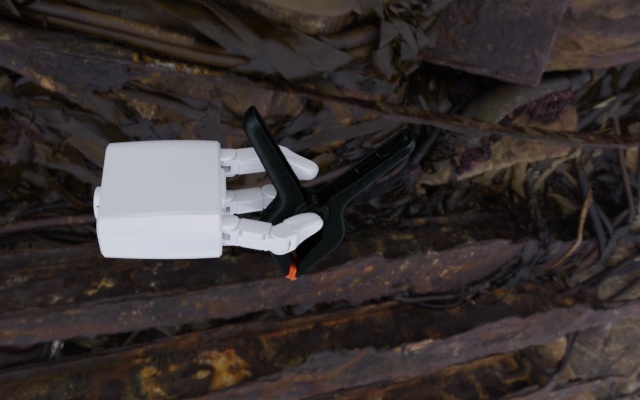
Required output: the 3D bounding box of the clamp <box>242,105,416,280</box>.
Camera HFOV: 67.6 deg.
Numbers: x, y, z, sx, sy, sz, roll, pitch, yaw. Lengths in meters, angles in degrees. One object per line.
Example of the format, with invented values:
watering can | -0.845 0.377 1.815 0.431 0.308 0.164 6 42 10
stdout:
clamp | 0.000 0.003 0.489 0.164 0.210 0.036 1 40 -11
